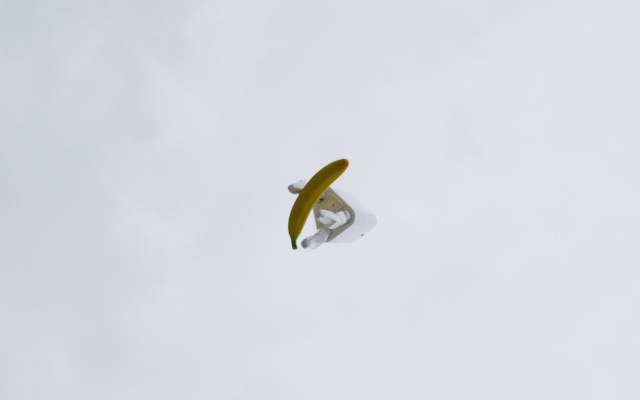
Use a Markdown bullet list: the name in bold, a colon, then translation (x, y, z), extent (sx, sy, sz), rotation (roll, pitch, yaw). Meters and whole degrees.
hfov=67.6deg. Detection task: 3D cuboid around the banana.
- **banana**: translation (-0.013, -0.003, 0.909), extent (0.037, 0.198, 0.069), rotation (17, 17, -49)
